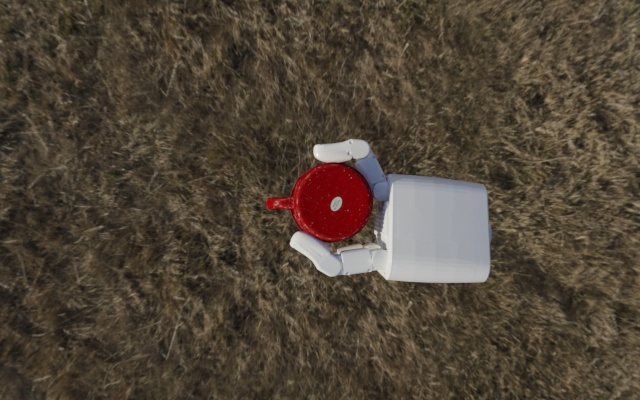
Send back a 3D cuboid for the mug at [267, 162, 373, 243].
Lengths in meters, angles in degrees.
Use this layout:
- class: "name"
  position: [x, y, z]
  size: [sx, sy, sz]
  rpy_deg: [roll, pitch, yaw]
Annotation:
- class: "mug"
  position: [-0.001, 0.002, 0.519]
  size: [0.117, 0.093, 0.081]
  rpy_deg: [2, -1, -3]
